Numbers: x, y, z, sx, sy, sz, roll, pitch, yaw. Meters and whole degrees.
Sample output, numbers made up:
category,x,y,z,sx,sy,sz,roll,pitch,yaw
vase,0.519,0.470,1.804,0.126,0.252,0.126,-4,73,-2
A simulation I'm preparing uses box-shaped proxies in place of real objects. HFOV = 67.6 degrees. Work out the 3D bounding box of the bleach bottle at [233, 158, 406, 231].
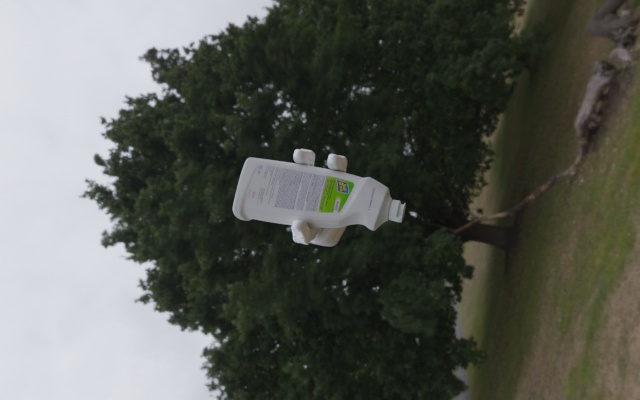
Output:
category,x,y,z,sx,sy,sz,roll,pitch,yaw
bleach bottle,0.000,0.002,0.724,0.251,0.102,0.068,11,-8,14
